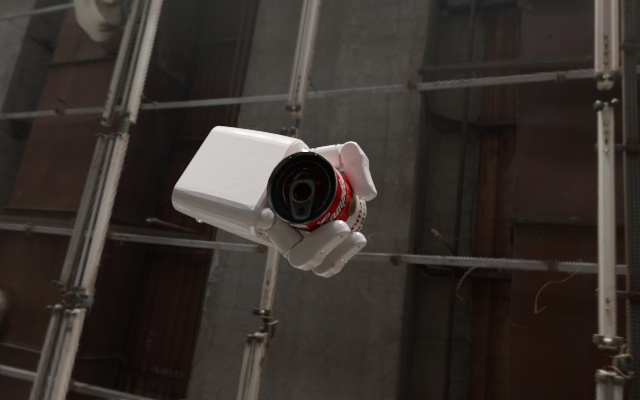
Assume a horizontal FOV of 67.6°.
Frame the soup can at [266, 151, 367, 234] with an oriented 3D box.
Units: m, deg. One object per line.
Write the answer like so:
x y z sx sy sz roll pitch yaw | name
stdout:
0.001 0.002 0.465 0.068 0.068 0.102 0 -15 22 | soup can
